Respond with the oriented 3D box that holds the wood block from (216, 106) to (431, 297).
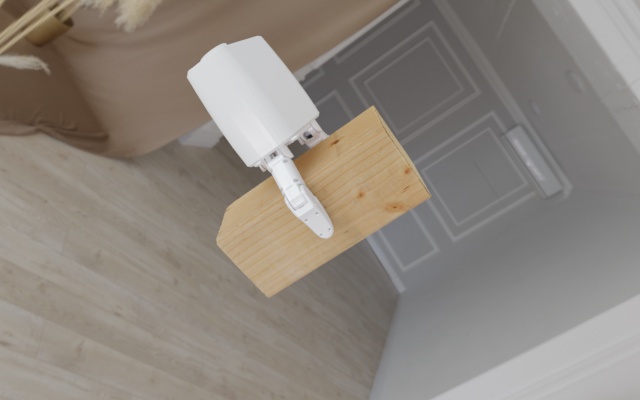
[{"bbox_3d":[0.000,0.001,0.518,0.206,0.090,0.090,-34,22,14],"label":"wood block"}]
